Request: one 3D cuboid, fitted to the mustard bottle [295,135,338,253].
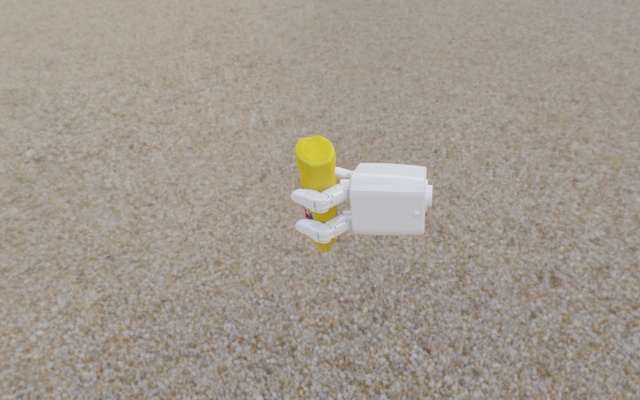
[{"bbox_3d":[0.000,0.002,0.748,0.058,0.192,0.096,-11,33,-7],"label":"mustard bottle"}]
